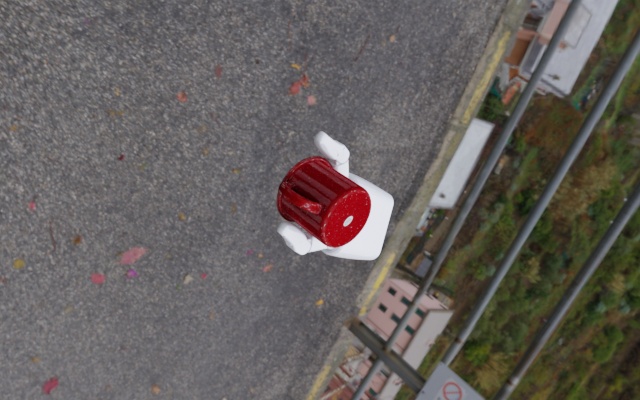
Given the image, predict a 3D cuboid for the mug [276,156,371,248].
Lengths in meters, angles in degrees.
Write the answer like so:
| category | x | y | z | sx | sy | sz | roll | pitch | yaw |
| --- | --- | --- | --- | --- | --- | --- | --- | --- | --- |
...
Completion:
| category | x | y | z | sx | sy | sz | roll | pitch | yaw |
| --- | --- | --- | --- | --- | --- | --- | --- | --- | --- |
| mug | -0.001 | 0.002 | 0.571 | 0.081 | 0.093 | 0.117 | 35 | 11 | 38 |
